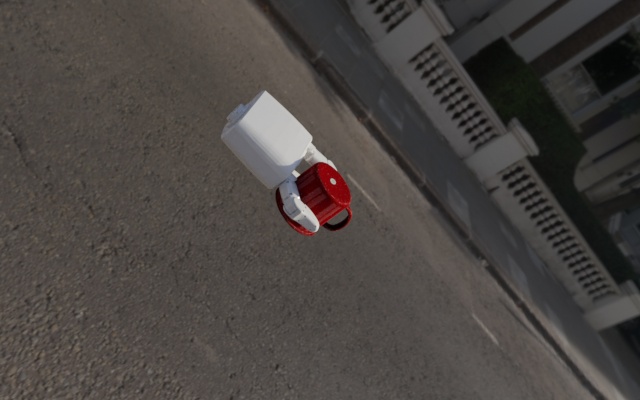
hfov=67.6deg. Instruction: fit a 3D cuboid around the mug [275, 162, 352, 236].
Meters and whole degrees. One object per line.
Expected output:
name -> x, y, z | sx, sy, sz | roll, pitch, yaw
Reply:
mug -> 0.001, 0.003, 0.734 | 0.081, 0.117, 0.093 | -36, 22, 26
